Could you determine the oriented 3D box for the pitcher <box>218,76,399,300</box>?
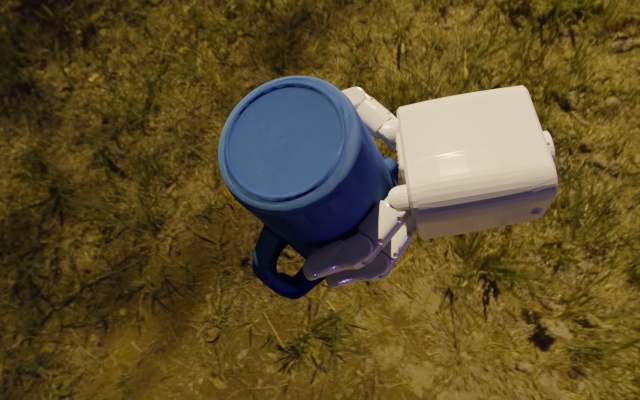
[{"bbox_3d":[0.000,0.001,0.438,0.145,0.149,0.243,-10,-19,13],"label":"pitcher"}]
